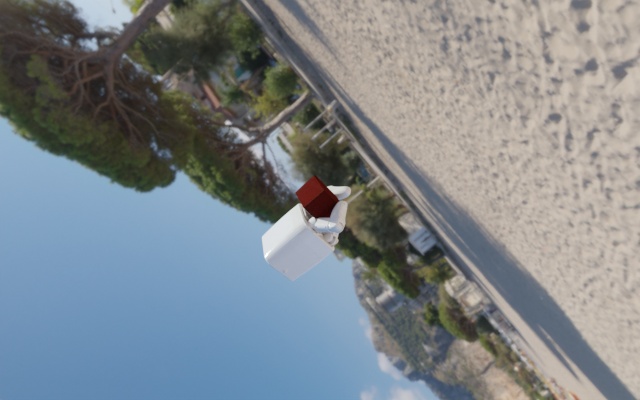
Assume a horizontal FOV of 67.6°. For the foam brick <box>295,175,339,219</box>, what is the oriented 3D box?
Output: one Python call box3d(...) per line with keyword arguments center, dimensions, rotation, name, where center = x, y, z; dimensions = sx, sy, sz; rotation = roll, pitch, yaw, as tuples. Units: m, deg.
box3d(center=(0.000, 0.003, 0.888), dimensions=(0.078, 0.051, 0.053), rotation=(44, 10, -40), name="foam brick")
